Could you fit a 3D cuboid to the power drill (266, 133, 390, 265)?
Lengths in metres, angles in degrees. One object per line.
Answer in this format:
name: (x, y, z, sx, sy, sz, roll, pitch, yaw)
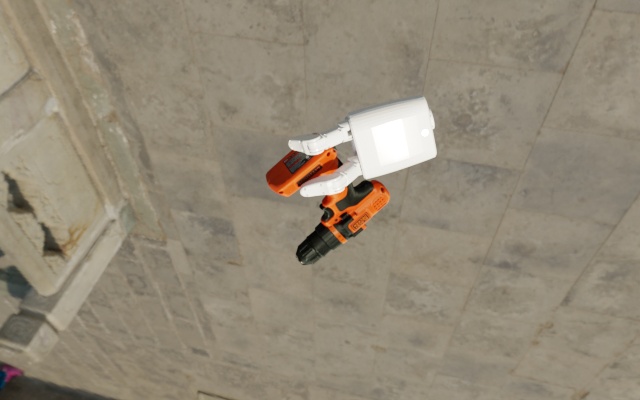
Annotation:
power drill: (0.000, 0.002, 0.726, 0.188, 0.184, 0.057, 47, 2, -45)
